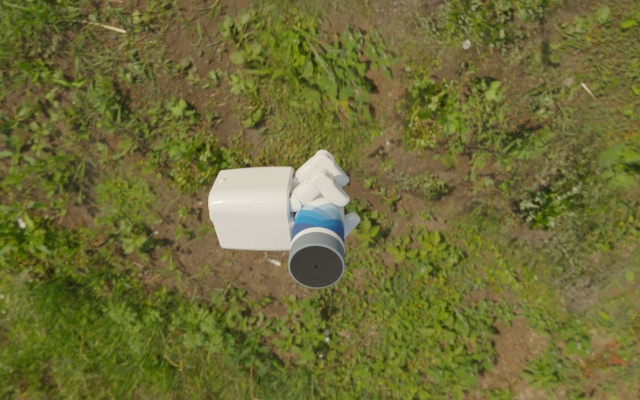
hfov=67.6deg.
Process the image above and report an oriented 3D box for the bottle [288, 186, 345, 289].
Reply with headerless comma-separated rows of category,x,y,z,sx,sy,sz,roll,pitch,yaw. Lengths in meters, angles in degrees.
bottle,0.000,0.002,0.679,0.069,0.069,0.295,0,31,2
